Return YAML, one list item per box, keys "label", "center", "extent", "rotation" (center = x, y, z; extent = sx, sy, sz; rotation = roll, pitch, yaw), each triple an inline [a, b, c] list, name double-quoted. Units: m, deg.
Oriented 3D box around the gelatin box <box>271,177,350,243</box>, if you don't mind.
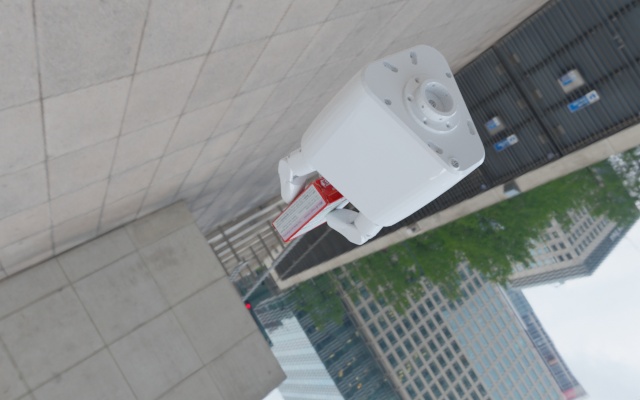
- label: "gelatin box"
  center: [0.000, 0.002, 0.503]
  extent: [0.073, 0.030, 0.089]
  rotation: [-26, -13, -46]
